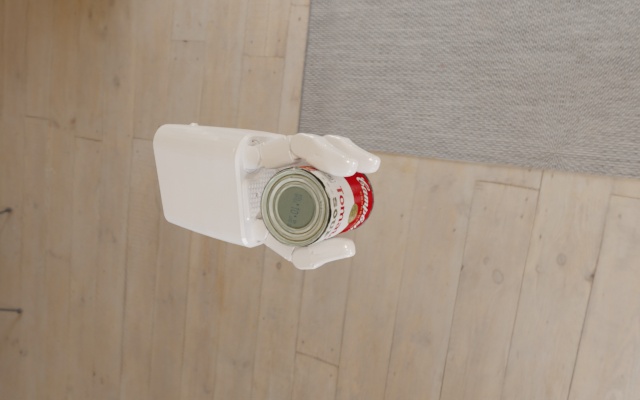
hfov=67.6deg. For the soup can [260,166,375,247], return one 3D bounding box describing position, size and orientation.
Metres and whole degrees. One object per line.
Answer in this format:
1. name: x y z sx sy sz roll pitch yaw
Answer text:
1. soup can: 0.000 0.002 0.434 0.068 0.068 0.102 0 5 26
